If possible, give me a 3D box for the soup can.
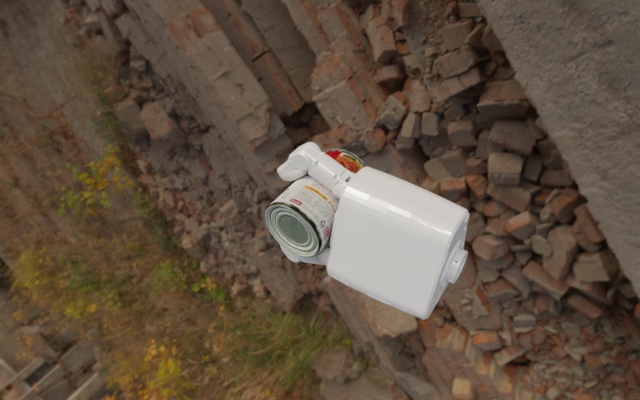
[{"bbox_3d":[-0.001,0.002,0.490,0.068,0.068,0.102,0,35,43],"label":"soup can"}]
